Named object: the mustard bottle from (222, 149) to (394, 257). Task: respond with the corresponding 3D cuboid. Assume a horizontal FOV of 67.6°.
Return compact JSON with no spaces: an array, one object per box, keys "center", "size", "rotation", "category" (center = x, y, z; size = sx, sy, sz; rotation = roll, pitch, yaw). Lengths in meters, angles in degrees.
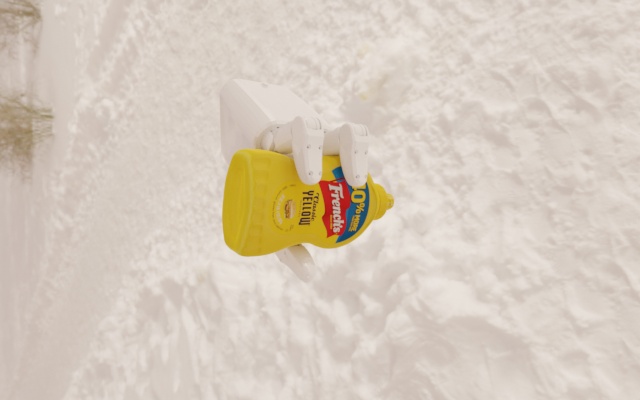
[{"center":[0.000,0.002,0.480],"size":[0.191,0.096,0.058],"rotation":[0,12,-37],"category":"mustard bottle"}]
